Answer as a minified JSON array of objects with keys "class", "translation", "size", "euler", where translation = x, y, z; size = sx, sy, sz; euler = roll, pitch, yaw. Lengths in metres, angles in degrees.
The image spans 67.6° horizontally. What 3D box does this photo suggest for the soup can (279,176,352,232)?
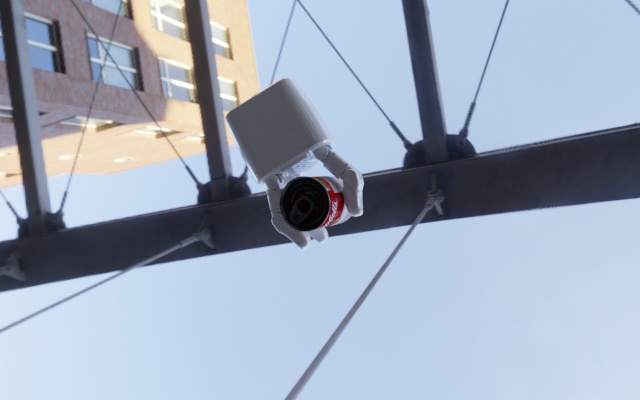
[{"class":"soup can","translation":[0.001,0.002,0.624],"size":[0.068,0.068,0.102],"euler":[0,3,24]}]
